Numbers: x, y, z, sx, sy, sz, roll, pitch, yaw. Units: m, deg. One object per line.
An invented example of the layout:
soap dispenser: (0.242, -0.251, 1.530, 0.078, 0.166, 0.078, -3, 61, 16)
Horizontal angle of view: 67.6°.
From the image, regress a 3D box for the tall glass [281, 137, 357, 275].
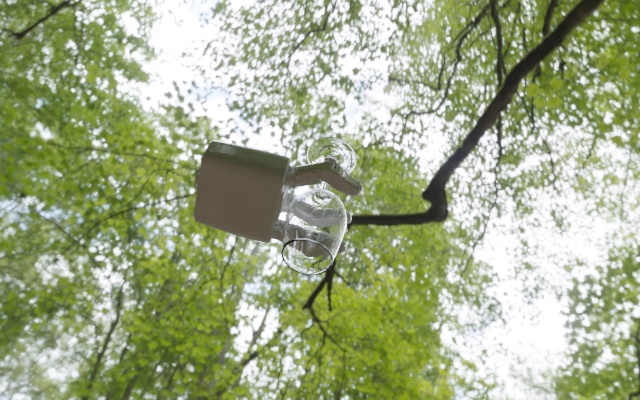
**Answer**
tall glass: (0.000, 0.002, 0.630, 0.079, 0.079, 0.201, 0, 41, 12)
